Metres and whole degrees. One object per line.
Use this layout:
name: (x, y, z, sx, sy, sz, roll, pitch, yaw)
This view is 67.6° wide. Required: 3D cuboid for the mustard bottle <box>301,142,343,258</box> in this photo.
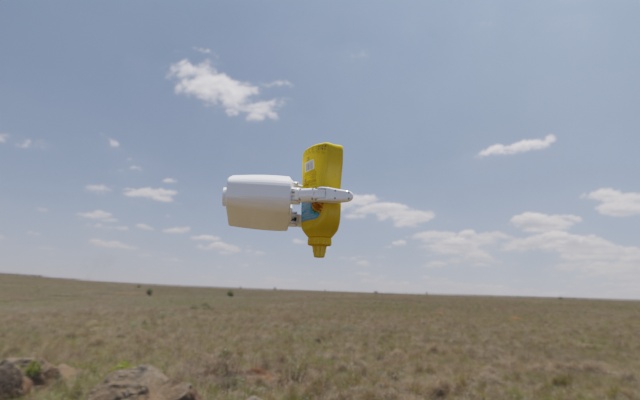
mustard bottle: (0.000, 0.002, 0.827, 0.058, 0.191, 0.096, 9, -13, -30)
